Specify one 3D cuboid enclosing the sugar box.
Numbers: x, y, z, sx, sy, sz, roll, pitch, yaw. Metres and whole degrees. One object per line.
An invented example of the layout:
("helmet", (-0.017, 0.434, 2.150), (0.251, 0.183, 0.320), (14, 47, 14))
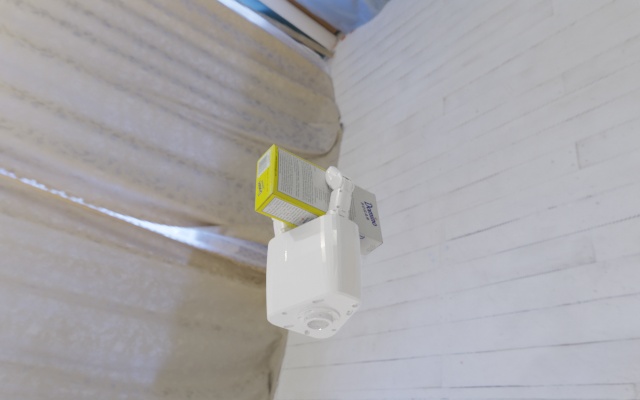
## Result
("sugar box", (0.000, 0.002, 0.634), (0.176, 0.093, 0.048), (27, -51, -29))
